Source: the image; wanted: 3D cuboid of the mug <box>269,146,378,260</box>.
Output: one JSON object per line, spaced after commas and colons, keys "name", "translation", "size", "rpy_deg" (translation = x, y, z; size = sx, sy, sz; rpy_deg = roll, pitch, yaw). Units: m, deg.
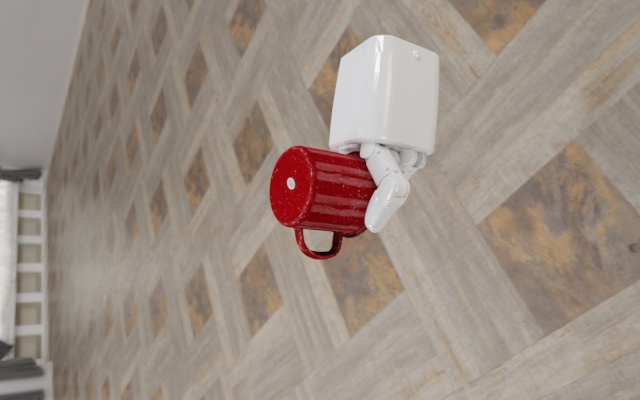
{"name": "mug", "translation": [0.000, 0.003, 0.486], "size": [0.081, 0.117, 0.093], "rpy_deg": [7, -3, -36]}
